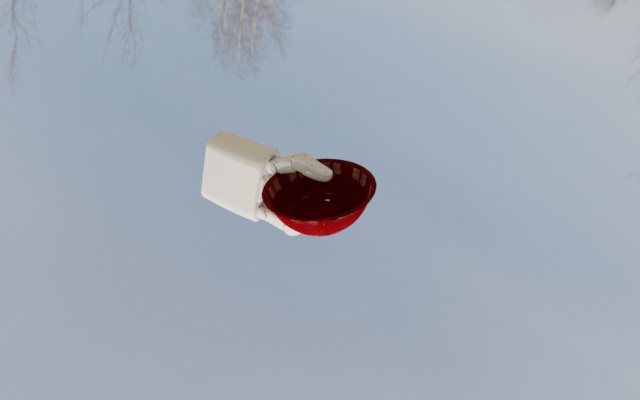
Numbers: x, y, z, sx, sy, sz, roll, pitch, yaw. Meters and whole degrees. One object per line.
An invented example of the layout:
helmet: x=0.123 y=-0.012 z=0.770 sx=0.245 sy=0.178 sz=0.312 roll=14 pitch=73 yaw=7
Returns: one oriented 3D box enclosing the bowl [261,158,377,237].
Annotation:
bowl: x=0.001 y=0.003 z=0.682 sx=0.162 sy=0.055 sz=0.162 roll=-5 pitch=34 yaw=3
